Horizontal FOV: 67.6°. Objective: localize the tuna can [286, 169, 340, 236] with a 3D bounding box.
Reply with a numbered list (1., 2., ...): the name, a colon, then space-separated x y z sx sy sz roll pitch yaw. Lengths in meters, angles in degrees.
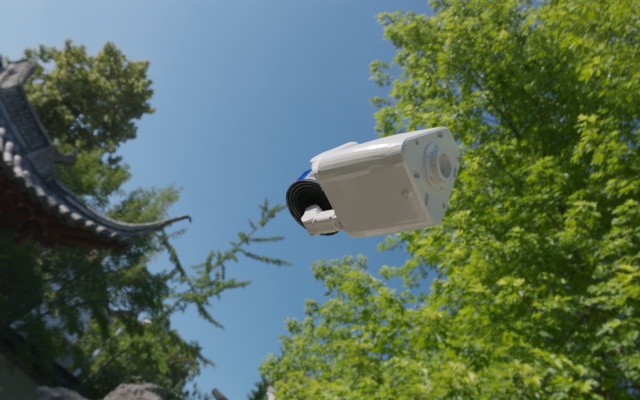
1. tuna can: 0.000 0.002 0.617 0.086 0.086 0.033 0 34 35
